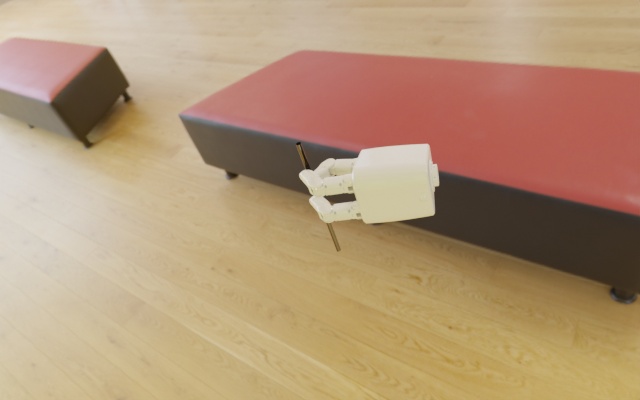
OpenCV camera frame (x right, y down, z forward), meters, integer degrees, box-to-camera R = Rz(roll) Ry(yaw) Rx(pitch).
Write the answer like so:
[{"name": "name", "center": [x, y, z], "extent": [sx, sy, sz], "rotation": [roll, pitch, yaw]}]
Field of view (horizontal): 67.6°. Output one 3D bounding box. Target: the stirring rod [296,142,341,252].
[{"name": "stirring rod", "center": [0.000, 0.003, 0.781], "extent": [0.011, 0.240, 0.011], "rotation": [-12, 41, 10]}]
